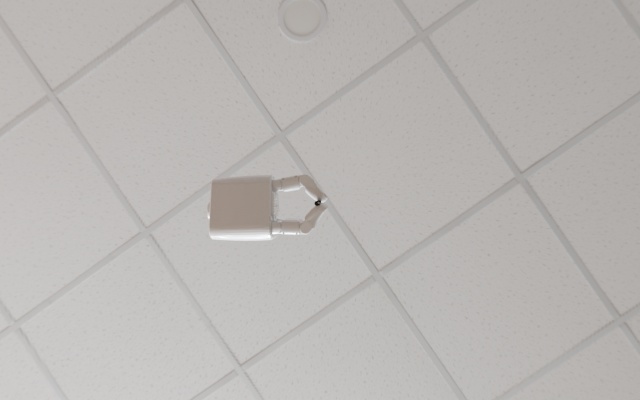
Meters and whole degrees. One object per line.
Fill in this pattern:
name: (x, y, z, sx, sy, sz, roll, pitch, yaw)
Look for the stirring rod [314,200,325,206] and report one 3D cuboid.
stirring rod: (0.000, 0.003, 0.871, 0.011, 0.011, 0.239, 0, 1, 3)
